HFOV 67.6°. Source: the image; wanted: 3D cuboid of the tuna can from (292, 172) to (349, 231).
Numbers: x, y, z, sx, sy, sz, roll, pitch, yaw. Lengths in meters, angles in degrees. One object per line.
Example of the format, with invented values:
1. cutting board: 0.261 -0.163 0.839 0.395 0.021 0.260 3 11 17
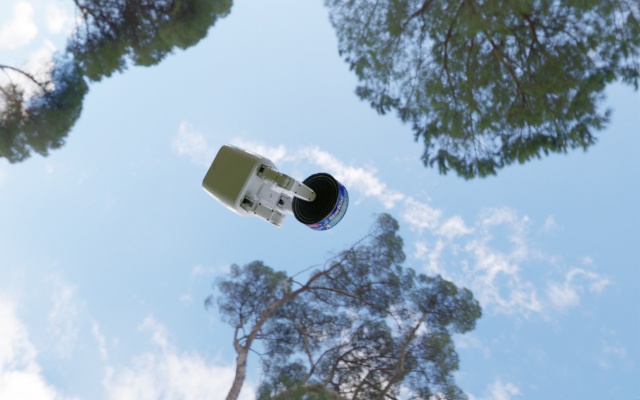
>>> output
1. tuna can: 0.000 0.003 0.729 0.086 0.086 0.034 0 -23 37
